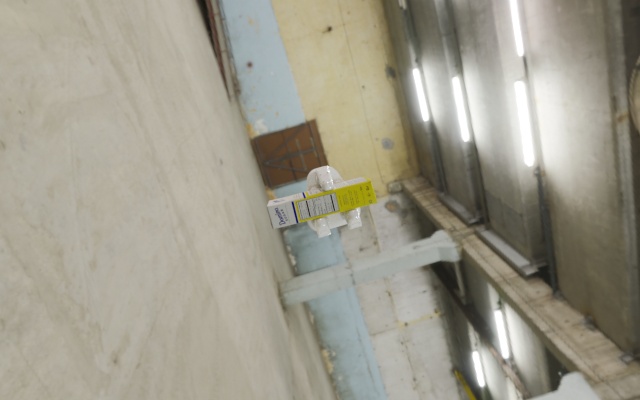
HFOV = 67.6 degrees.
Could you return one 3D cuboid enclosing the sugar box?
[{"bbox_3d":[0.000,0.003,0.808,0.176,0.048,0.093,-17,7,-1],"label":"sugar box"}]
